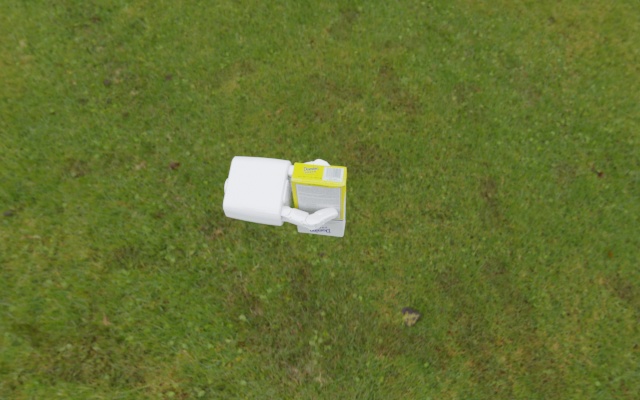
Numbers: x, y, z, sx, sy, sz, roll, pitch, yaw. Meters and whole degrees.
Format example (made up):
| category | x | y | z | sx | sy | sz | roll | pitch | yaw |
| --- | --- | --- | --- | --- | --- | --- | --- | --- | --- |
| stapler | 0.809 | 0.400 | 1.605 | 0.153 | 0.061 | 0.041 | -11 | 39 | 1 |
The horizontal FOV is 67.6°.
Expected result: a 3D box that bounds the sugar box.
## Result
| category | x | y | z | sx | sy | sz | roll | pitch | yaw |
| --- | --- | --- | --- | --- | --- | --- | --- | --- | --- |
| sugar box | 0.000 | 0.002 | 0.878 | 0.093 | 0.048 | 0.176 | 6 | -31 | 5 |
